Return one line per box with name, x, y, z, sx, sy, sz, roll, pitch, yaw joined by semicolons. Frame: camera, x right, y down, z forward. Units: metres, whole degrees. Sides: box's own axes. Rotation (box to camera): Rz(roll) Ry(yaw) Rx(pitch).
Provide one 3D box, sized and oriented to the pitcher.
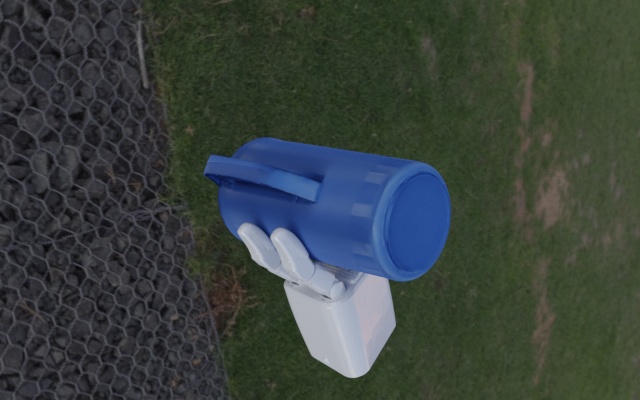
pitcher;0.000;0.002;0.497;0.149;0.145;0.243;-31;27;-34
